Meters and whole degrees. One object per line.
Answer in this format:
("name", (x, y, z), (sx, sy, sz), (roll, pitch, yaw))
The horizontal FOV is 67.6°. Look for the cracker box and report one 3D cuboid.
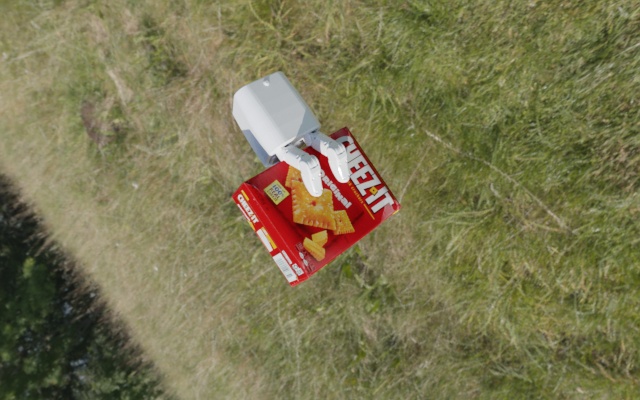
("cracker box", (0.000, 0.003, 0.734), (0.213, 0.164, 0.072), (-33, -2, -32))
